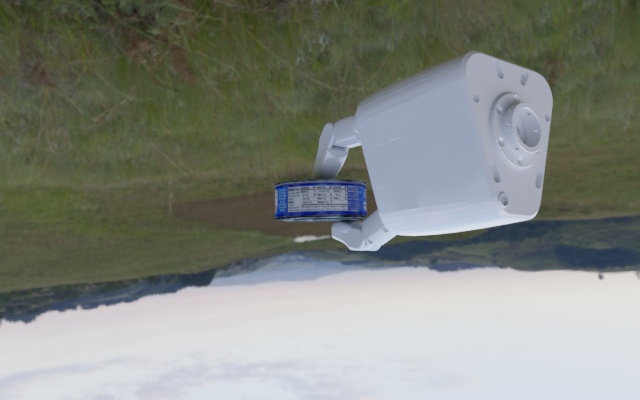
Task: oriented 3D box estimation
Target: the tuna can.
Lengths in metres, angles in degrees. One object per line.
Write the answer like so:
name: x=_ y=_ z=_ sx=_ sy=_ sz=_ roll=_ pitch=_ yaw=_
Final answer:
tuna can: x=0.000 y=0.002 z=0.442 sx=0.086 sy=0.033 sz=0.086 roll=-1 pitch=-4 yaw=0
